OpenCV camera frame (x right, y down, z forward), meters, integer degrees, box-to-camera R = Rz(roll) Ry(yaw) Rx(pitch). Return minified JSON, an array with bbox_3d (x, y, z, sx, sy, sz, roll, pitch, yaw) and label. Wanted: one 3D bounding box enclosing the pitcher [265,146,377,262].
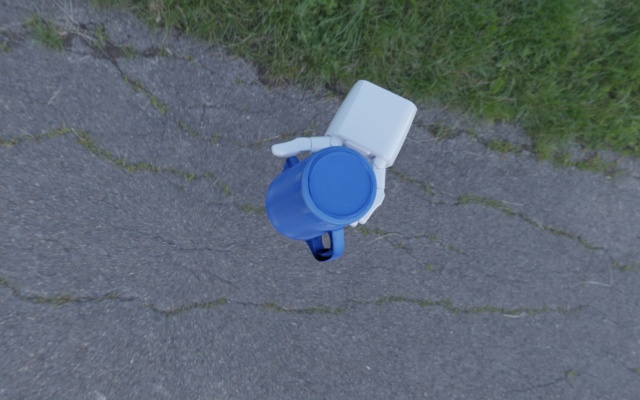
[{"bbox_3d":[0.000,0.002,0.743,0.149,0.145,0.243,32,-13,-9],"label":"pitcher"}]
